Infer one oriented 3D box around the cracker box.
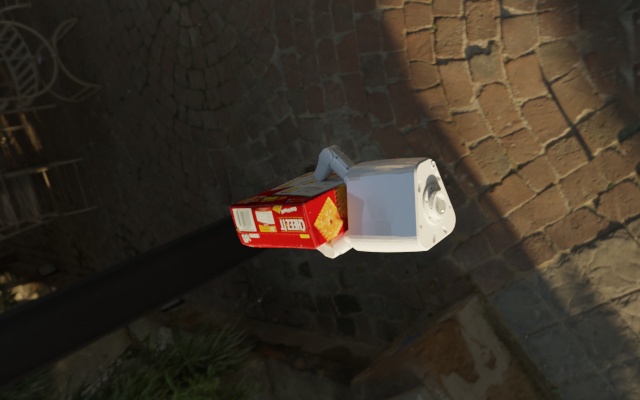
[{"bbox_3d":[0.000,0.002,0.719,0.164,0.072,0.213,-3,16,45],"label":"cracker box"}]
